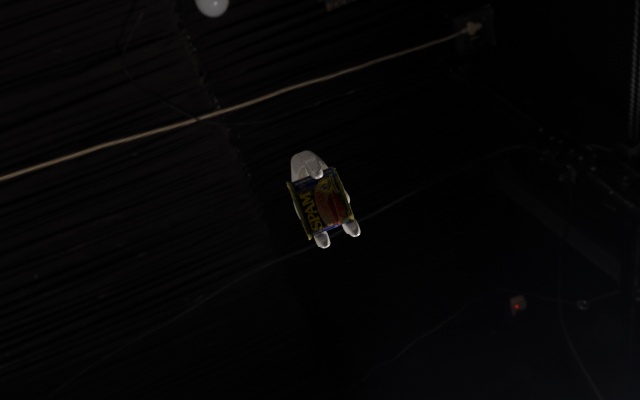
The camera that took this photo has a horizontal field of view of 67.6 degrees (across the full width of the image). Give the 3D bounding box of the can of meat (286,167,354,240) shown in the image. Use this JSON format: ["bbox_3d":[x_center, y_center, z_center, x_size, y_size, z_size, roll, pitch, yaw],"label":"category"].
[{"bbox_3d":[0.000,0.002,0.805,0.084,0.102,0.057,-22,18,-5],"label":"can of meat"}]
